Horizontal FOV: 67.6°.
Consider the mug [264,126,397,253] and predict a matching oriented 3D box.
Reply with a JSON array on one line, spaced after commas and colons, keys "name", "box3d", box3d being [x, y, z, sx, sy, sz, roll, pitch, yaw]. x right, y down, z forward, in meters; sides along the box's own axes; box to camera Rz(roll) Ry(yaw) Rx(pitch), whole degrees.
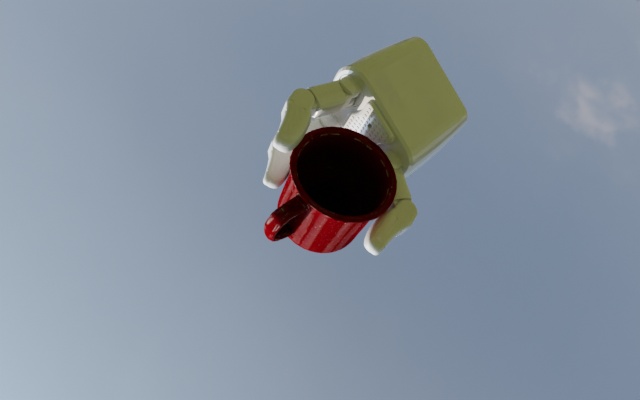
[{"name": "mug", "box3d": [-0.001, 0.002, 0.417, 0.117, 0.093, 0.081, -33, -14, -32]}]
